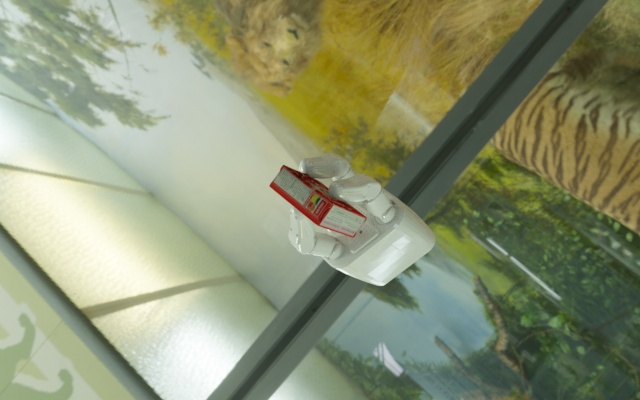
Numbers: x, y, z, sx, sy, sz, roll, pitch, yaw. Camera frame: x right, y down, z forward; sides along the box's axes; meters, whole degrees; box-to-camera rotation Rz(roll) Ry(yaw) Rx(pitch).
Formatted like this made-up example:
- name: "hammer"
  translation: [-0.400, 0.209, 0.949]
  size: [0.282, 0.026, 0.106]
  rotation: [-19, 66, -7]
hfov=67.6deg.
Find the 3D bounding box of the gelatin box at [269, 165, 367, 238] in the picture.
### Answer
- name: "gelatin box"
  translation: [0.000, 0.002, 0.498]
  size: [0.073, 0.030, 0.089]
  rotation: [38, 8, 29]
